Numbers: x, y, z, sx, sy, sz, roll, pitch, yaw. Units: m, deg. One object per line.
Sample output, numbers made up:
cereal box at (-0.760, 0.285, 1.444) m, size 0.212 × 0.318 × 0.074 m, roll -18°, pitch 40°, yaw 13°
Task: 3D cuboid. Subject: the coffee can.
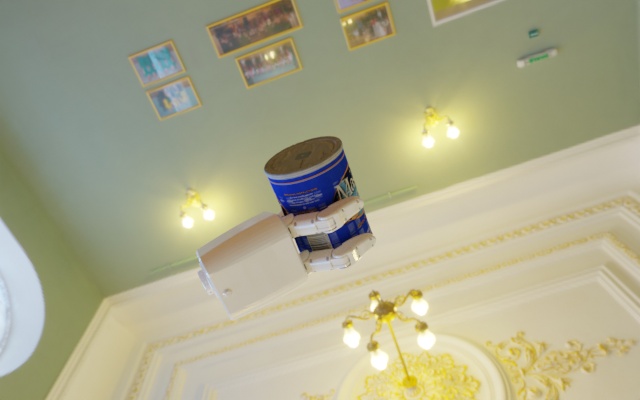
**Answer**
coffee can at (0.000, 0.002, 0.618) m, size 0.103 × 0.140 × 0.102 m, roll -17°, pitch 25°, yaw 8°
